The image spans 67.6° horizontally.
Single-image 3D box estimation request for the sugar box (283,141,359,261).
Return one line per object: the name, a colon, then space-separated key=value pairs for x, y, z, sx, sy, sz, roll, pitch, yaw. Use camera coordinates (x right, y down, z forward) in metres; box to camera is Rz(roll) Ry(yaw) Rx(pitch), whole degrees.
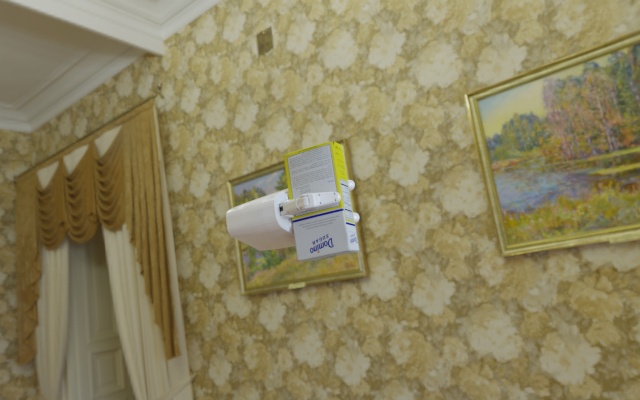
sugar box: x=0.000 y=0.002 z=0.757 sx=0.093 sy=0.176 sz=0.048 roll=-14 pitch=-11 yaw=25
